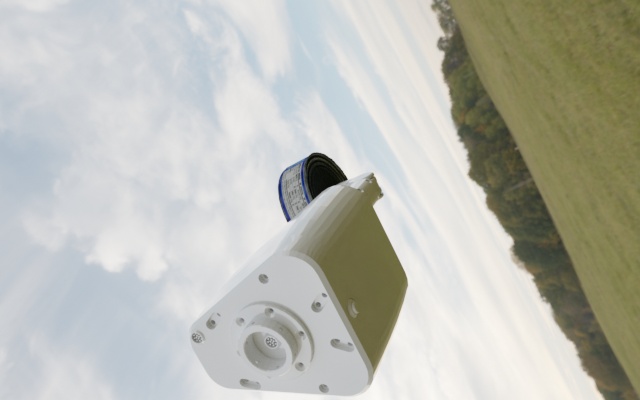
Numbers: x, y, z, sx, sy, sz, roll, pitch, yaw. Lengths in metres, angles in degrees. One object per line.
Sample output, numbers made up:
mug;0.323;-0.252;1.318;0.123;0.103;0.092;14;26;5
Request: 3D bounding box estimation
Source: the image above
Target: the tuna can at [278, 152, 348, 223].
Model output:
tuna can;0.000;0.002;0.436;0.034;0.086;0.086;-25;-13;28
